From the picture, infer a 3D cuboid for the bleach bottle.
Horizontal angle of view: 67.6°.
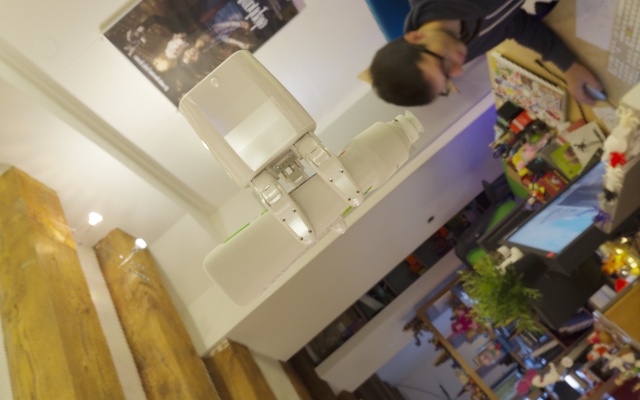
[{"bbox_3d":[0.000,0.002,0.490,0.251,0.068,0.102,-40,-1,0],"label":"bleach bottle"}]
